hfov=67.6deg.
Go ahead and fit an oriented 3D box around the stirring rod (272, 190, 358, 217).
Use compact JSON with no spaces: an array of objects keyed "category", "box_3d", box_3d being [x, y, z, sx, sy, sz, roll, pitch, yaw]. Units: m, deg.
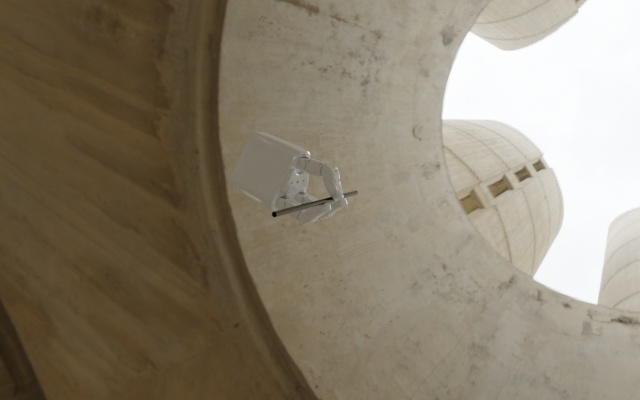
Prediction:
[{"category":"stirring rod","box_3d":[0.000,0.002,0.750,0.011,0.011,0.239,0,8,32]}]
